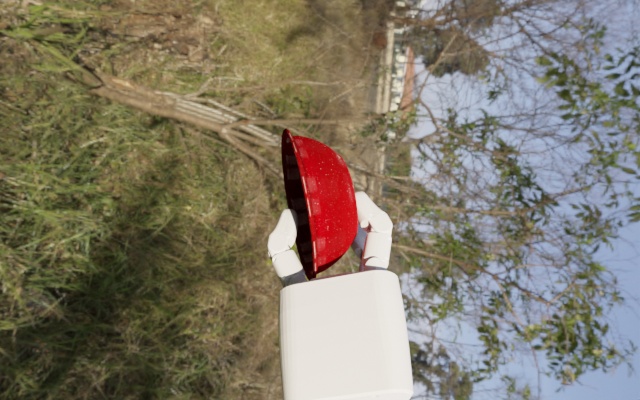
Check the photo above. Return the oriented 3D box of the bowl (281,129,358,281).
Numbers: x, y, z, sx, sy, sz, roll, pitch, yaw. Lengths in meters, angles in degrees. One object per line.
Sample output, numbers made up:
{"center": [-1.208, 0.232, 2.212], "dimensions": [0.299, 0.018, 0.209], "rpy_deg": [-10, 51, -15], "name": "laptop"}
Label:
{"center": [0.000, 0.000, 0.503], "dimensions": [0.055, 0.162, 0.162], "rpy_deg": [-11, 2, -10], "name": "bowl"}
